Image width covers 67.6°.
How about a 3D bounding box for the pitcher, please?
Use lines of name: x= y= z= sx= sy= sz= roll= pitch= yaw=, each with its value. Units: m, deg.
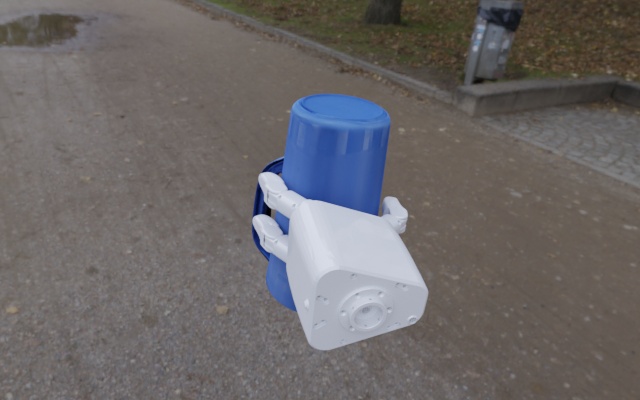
pitcher: x=0.000 y=0.002 z=0.569 sx=0.149 sy=0.243 sz=0.145 roll=1 pitch=28 yaw=-12
